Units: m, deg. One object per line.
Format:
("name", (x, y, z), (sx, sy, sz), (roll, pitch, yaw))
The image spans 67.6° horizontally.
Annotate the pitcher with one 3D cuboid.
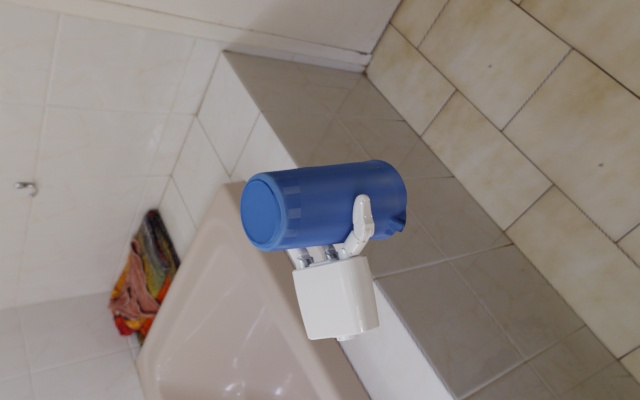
("pitcher", (0.000, 0.003, 0.724), (0.243, 0.145, 0.149), (-5, -9, -41))
